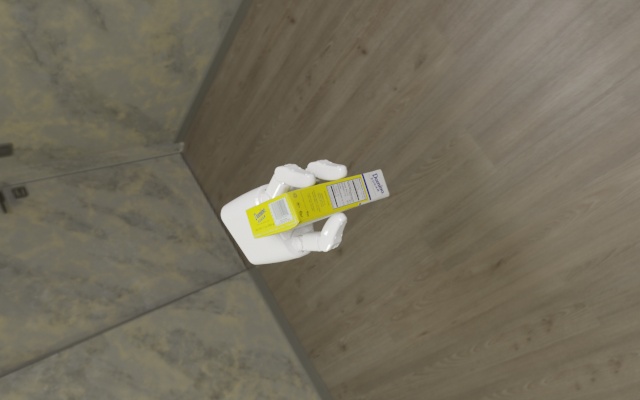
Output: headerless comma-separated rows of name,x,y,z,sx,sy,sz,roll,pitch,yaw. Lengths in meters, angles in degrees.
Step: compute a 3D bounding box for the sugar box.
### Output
sugar box,0.000,0.002,0.631,0.176,0.048,0.093,-19,0,-44
